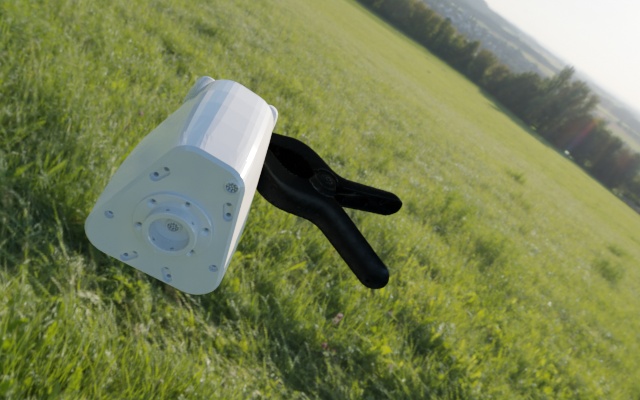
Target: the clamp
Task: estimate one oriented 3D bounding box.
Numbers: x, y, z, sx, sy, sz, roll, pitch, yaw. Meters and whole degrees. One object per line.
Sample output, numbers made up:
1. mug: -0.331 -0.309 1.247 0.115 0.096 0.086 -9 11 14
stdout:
1. clamp: 0.000 0.001 0.408 0.171 0.039 0.120 27 32 -14
